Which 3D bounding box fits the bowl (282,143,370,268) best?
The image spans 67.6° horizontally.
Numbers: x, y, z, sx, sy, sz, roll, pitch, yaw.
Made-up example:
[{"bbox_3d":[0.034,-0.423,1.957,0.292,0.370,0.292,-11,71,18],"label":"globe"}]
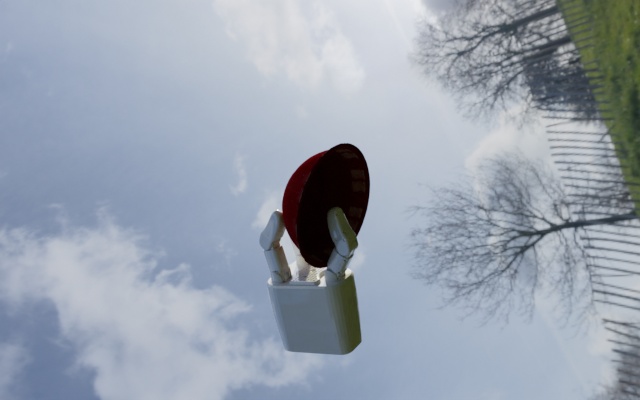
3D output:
[{"bbox_3d":[0.000,0.001,0.615,0.055,0.162,0.162,16,9,33],"label":"bowl"}]
